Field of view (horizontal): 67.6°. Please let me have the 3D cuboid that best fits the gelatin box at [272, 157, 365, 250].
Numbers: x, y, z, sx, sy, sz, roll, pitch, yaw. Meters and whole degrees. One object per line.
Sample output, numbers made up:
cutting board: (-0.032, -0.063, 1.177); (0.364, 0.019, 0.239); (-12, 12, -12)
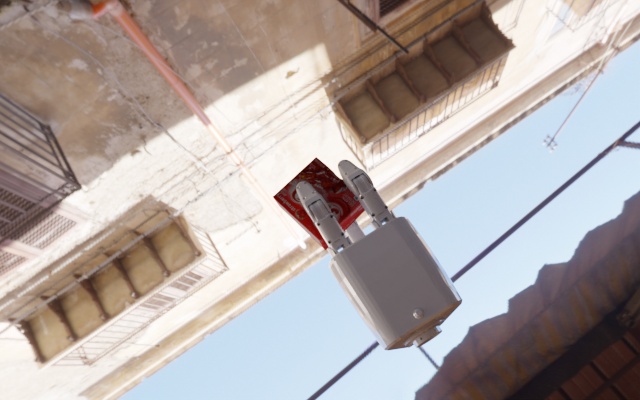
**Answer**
gelatin box: (0.000, 0.002, 0.560); (0.089, 0.073, 0.030); (42, -10, 28)
